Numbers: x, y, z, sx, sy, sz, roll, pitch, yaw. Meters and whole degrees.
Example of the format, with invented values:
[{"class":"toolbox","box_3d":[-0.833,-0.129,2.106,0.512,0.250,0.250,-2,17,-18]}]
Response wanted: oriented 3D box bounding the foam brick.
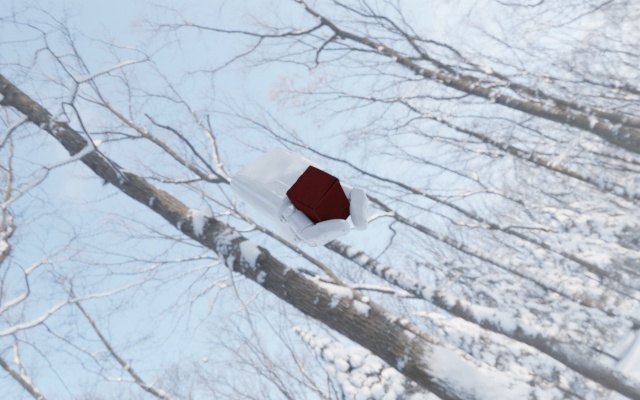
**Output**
[{"class":"foam brick","box_3d":[0.000,0.002,0.622,0.051,0.053,0.078,30,-18,34]}]
